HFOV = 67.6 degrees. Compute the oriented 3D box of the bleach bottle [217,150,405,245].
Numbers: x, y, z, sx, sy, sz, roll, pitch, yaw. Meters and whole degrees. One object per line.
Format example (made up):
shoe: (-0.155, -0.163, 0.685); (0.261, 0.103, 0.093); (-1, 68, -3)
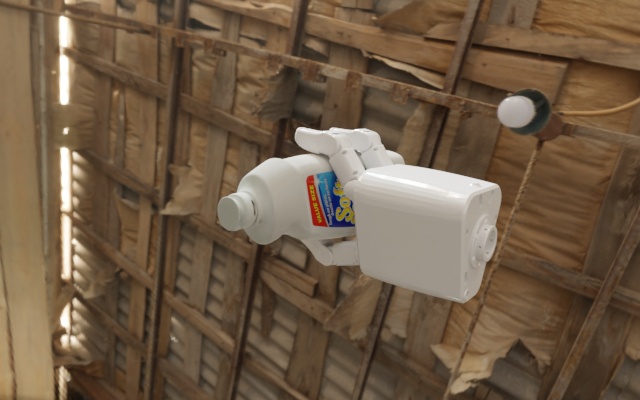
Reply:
bleach bottle: (0.000, 0.002, 0.495); (0.068, 0.102, 0.251); (13, 16, 36)
